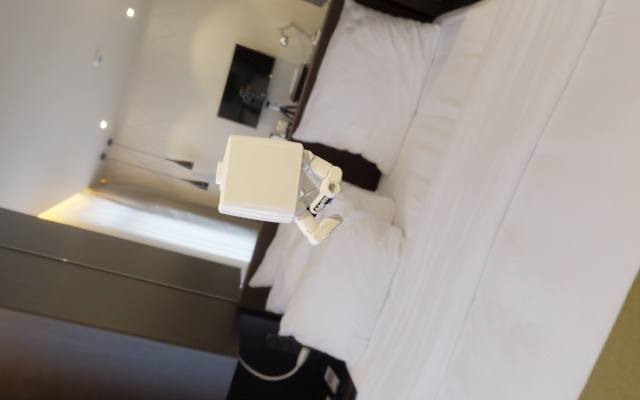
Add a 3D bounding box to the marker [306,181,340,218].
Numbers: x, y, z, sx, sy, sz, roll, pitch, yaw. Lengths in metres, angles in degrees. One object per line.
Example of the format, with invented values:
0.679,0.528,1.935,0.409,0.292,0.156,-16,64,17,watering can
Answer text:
0.000,0.002,0.669,0.020,0.020,0.121,0,-18,-17,marker
